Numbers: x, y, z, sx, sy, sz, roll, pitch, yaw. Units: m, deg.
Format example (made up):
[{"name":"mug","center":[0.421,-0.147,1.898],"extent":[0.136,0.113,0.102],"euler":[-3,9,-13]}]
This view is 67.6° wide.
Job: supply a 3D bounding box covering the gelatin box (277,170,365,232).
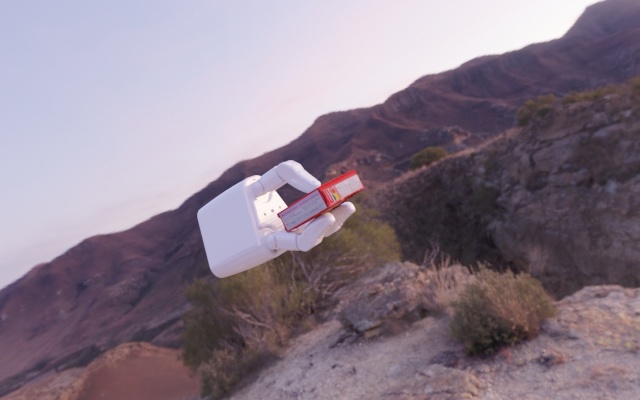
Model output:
[{"name":"gelatin box","center":[0.000,0.001,0.589],"extent":[0.073,0.030,0.089],"euler":[-27,-4,-45]}]
